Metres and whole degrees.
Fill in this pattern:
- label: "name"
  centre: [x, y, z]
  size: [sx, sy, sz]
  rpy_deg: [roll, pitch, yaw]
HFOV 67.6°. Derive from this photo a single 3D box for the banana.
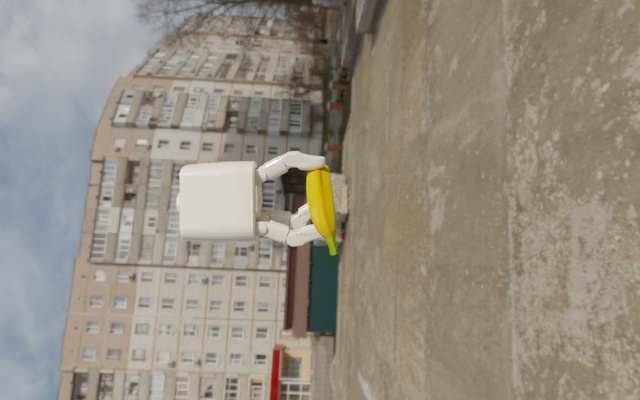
- label: "banana"
  centre: [-0.001, -0.010, 0.692]
  size: [0.037, 0.070, 0.197]
  rpy_deg: [-5, 38, 0]
